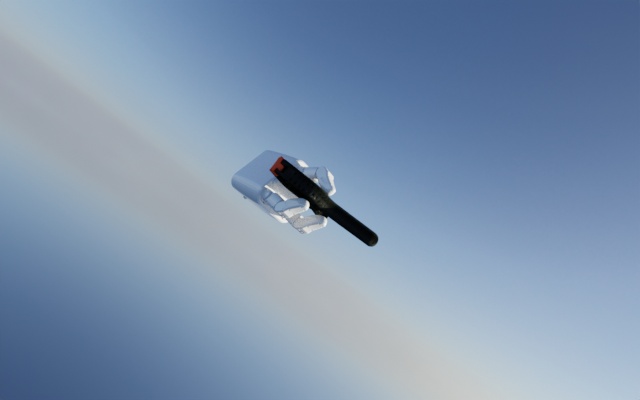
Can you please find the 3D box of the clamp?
[{"bbox_3d":[0.000,0.002,0.794,0.164,0.036,0.210,25,-14,47],"label":"clamp"}]
